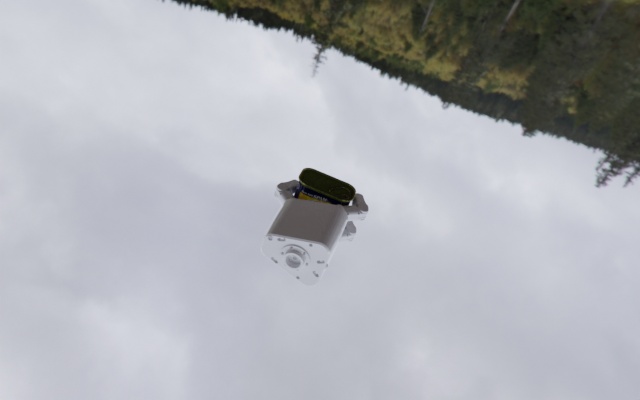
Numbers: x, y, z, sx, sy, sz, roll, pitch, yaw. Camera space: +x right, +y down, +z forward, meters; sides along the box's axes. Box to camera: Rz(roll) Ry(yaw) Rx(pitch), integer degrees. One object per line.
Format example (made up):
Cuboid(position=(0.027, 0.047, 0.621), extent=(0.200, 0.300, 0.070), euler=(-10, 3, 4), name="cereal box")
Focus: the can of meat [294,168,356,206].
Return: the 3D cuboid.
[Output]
Cuboid(position=(0.000, 0.003, 0.846), extent=(0.102, 0.084, 0.057), euler=(22, 34, 1), name="can of meat")
